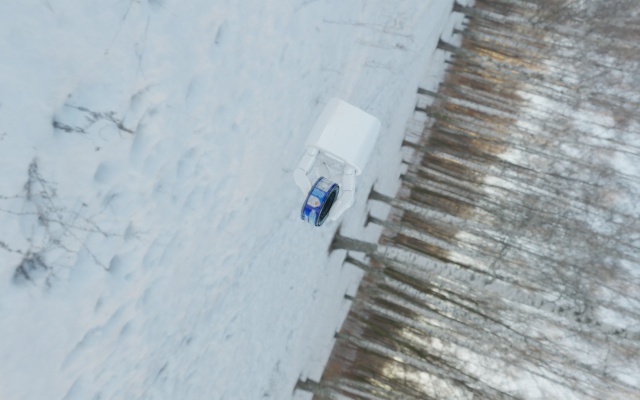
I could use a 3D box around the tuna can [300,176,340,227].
[{"bbox_3d":[0.001,0.003,0.841,0.034,0.086,0.086,26,6,13],"label":"tuna can"}]
